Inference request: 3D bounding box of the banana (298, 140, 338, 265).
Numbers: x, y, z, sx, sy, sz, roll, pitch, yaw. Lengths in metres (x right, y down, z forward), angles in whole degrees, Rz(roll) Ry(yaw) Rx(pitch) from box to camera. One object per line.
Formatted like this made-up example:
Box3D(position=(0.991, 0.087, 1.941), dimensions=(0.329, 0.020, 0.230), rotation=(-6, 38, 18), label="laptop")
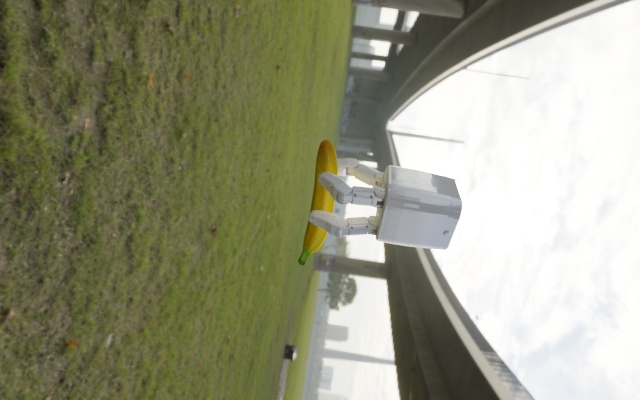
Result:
Box3D(position=(0.002, 0.000, 0.734), dimensions=(0.037, 0.198, 0.069), rotation=(11, 18, 5), label="banana")
